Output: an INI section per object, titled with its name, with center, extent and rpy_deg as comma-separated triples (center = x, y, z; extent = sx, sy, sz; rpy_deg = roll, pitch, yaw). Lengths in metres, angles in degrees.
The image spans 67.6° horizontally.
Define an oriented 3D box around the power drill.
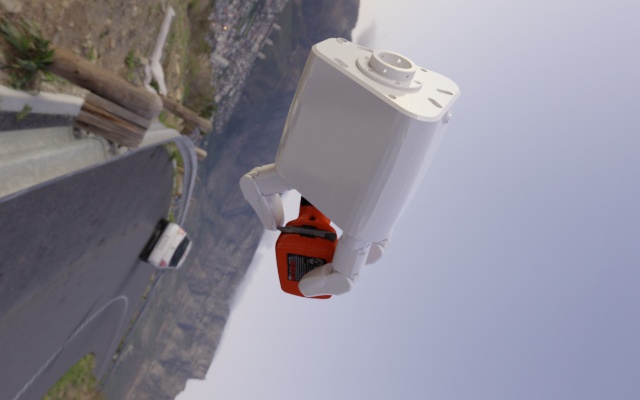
[power drill]
center = 0.000, 0.002, 0.496
extent = 0.057, 0.187, 0.185
rpy_deg = 6, -35, 5
